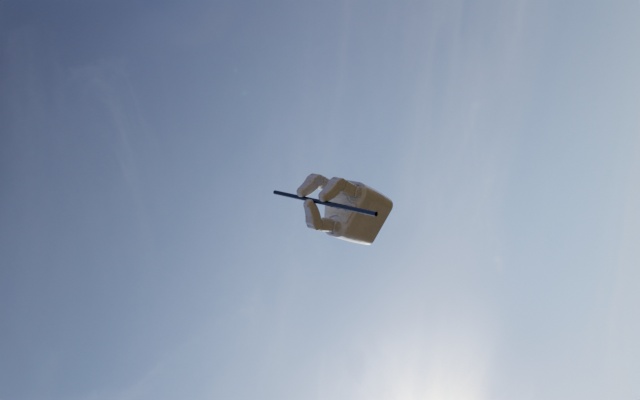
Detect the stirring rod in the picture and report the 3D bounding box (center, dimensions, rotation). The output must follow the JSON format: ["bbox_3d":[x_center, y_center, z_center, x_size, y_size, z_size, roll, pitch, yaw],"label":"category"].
[{"bbox_3d":[0.000,0.003,0.826,0.239,0.011,0.011,12,8,42],"label":"stirring rod"}]
